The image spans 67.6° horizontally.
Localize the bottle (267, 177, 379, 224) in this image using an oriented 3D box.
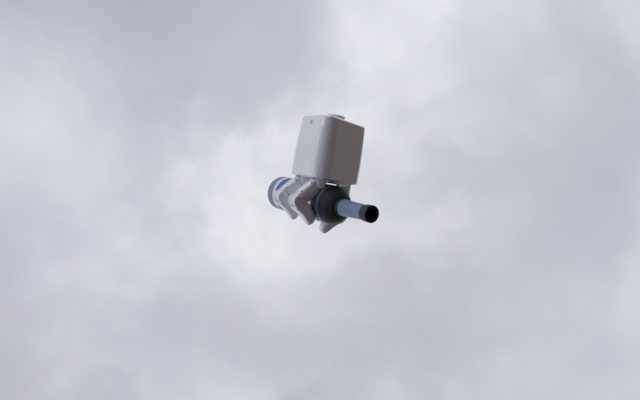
[{"bbox_3d":[0.000,0.003,0.832,0.069,0.069,0.295,0,7,-32],"label":"bottle"}]
